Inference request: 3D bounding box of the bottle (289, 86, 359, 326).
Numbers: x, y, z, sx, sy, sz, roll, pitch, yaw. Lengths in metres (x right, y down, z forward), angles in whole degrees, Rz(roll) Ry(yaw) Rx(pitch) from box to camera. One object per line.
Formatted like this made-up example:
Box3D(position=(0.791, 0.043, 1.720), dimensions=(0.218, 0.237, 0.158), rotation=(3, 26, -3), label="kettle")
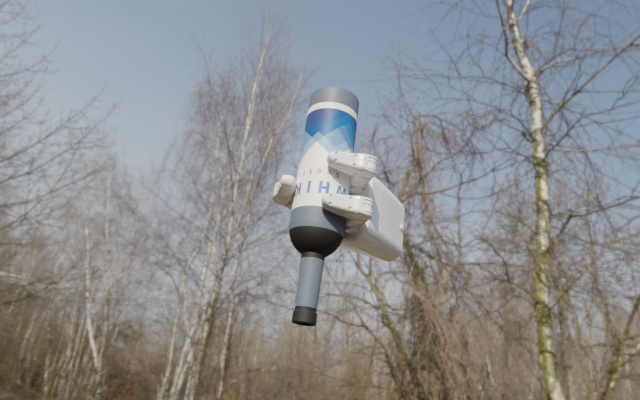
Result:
Box3D(position=(0.000, 0.002, 0.583), dimensions=(0.069, 0.295, 0.069), rotation=(7, -22, 3), label="bottle")
